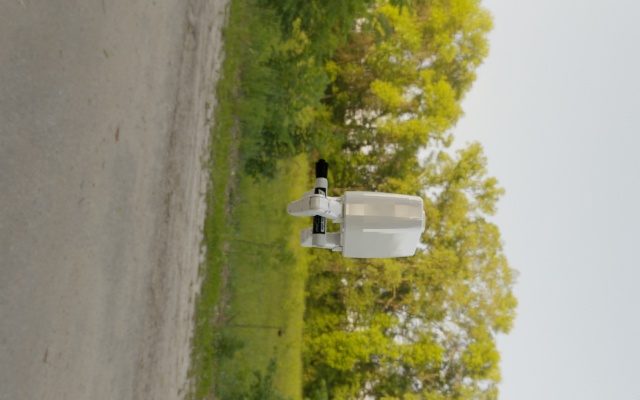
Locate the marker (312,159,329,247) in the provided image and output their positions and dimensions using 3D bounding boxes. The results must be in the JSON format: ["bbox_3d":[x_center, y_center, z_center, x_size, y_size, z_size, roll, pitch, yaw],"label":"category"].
[{"bbox_3d":[0.000,0.002,0.648,0.020,0.121,0.020,2,-14,1],"label":"marker"}]
